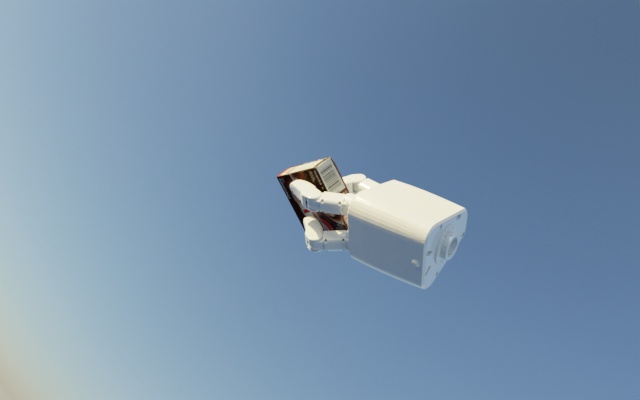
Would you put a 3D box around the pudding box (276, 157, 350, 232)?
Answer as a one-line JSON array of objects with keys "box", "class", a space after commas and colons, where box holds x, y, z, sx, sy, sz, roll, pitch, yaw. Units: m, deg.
[{"box": [0.000, 0.002, 0.654, 0.039, 0.113, 0.090, -35, 16, -37], "class": "pudding box"}]
